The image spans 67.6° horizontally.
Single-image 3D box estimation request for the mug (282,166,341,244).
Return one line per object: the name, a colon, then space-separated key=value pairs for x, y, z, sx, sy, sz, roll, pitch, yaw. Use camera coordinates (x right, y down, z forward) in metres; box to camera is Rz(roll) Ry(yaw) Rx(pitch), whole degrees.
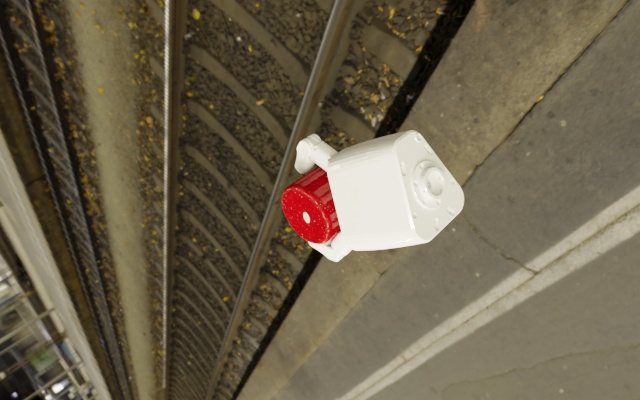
mug: x=-0.001 y=0.002 z=0.599 sx=0.081 sy=0.093 sz=0.117 roll=-35 pitch=13 yaw=-35
